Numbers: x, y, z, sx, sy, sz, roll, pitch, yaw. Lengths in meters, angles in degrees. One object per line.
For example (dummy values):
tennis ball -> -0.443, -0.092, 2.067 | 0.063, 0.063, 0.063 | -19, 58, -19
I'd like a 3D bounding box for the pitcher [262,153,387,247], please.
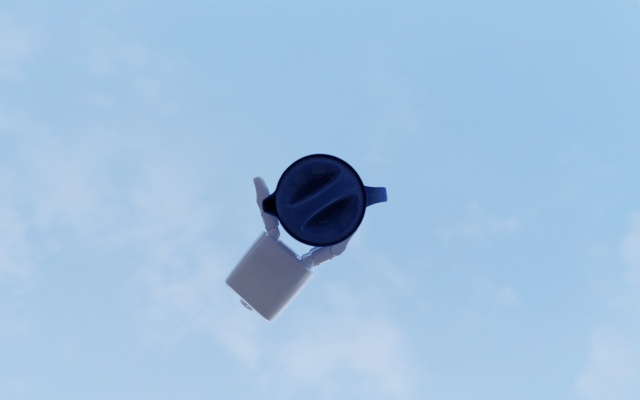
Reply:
pitcher -> 0.000, 0.003, 0.790 | 0.149, 0.145, 0.243 | 38, -4, -3
